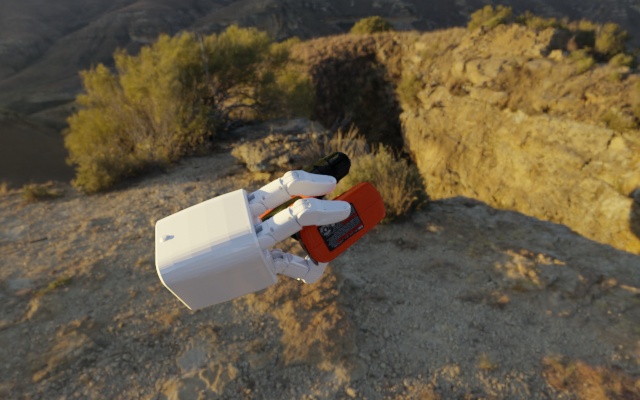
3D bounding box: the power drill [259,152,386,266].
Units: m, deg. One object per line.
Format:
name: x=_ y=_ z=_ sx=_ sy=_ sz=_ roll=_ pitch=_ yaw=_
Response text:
power drill: x=0.000 y=0.002 z=0.612 sx=0.184 sy=0.057 sz=0.187 roll=-38 pitch=23 yaw=-16
